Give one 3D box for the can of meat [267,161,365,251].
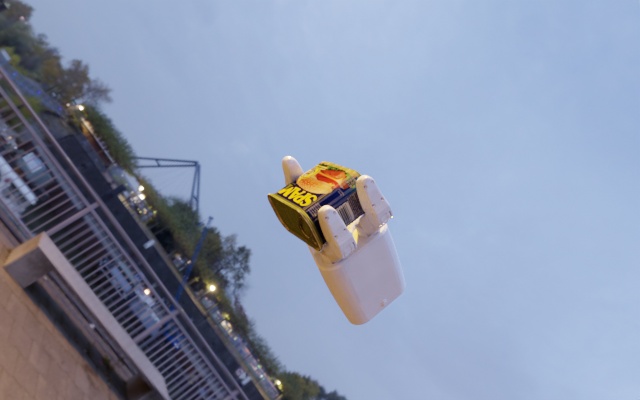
[{"bbox_3d":[0.000,0.002,0.554,0.084,0.057,0.102,-35,29,-18],"label":"can of meat"}]
